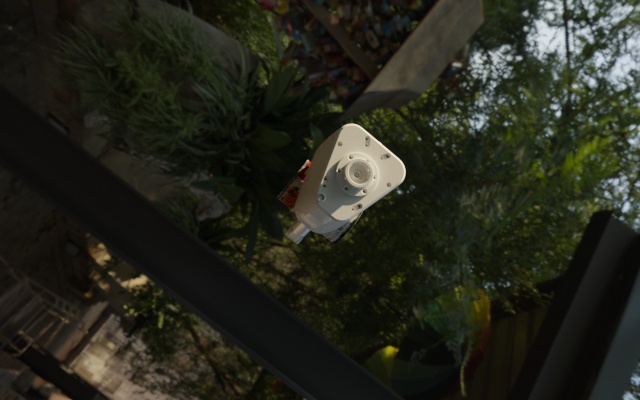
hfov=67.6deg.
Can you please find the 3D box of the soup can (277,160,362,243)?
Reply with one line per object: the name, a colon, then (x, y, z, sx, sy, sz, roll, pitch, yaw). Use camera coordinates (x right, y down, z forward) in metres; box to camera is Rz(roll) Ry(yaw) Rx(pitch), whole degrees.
soup can: (0.000, 0.002, 0.657, 0.102, 0.068, 0.068, 39, -4, -5)
